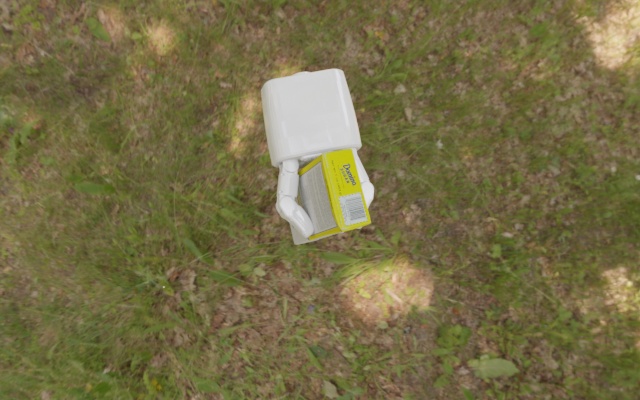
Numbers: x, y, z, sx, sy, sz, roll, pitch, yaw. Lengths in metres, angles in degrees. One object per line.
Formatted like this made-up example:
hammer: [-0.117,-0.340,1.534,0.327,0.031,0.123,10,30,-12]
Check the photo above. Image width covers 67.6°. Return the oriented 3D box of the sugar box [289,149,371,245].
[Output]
sugar box: [0.001,0.002,0.621,0.048,0.093,0.176,-11,-5,-20]
